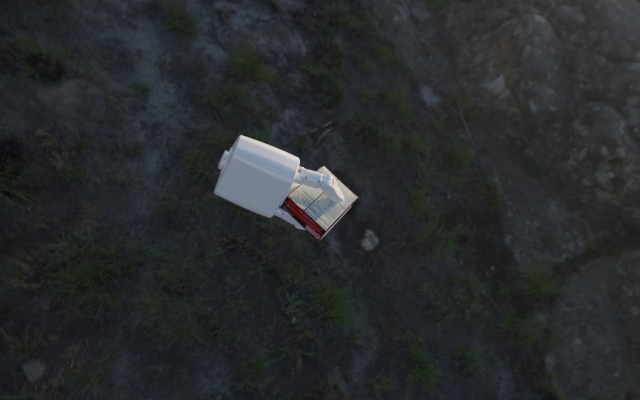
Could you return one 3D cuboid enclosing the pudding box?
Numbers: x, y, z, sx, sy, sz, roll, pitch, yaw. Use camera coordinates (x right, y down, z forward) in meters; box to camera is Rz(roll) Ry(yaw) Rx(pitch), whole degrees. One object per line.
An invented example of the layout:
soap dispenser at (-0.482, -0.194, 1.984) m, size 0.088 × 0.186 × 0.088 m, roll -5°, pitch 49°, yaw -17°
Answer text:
pudding box at (0.000, 0.003, 0.824) m, size 0.113 × 0.090 × 0.039 m, roll -44°, pitch -4°, yaw -39°
